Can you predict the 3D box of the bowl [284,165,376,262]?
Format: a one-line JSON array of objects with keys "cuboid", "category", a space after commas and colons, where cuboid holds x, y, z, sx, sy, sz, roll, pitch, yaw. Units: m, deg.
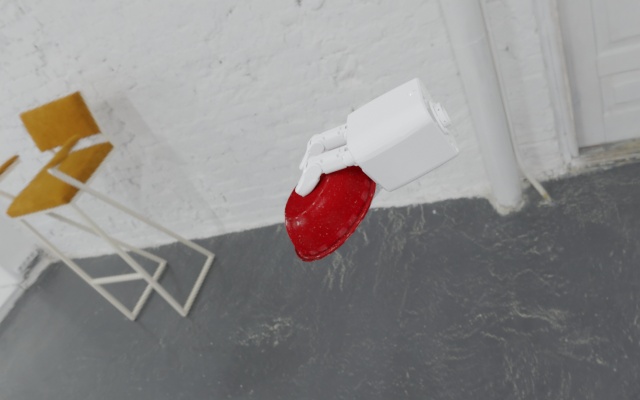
[{"cuboid": [-0.001, 0.003, 0.662, 0.055, 0.162, 0.162, 37, -17, -24], "category": "bowl"}]
